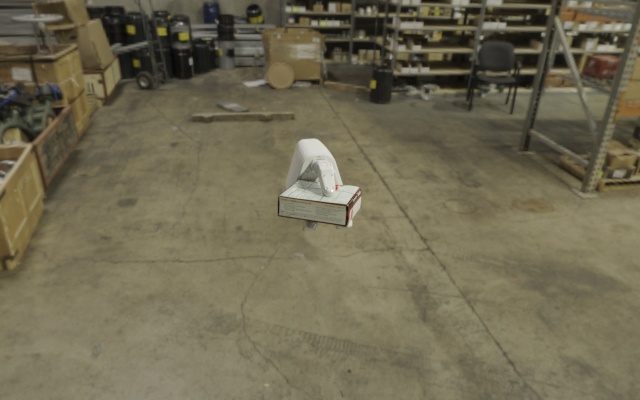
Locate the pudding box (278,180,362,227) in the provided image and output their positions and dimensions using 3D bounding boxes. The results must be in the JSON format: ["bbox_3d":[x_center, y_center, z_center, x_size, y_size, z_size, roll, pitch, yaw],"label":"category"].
[{"bbox_3d":[0.000,0.002,0.747,0.113,0.039,0.090,6,21,16],"label":"pudding box"}]
